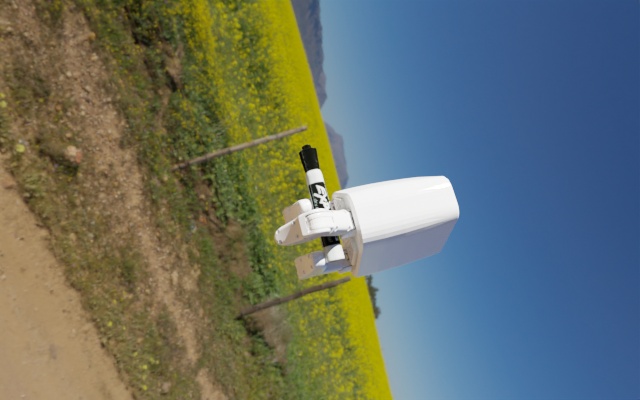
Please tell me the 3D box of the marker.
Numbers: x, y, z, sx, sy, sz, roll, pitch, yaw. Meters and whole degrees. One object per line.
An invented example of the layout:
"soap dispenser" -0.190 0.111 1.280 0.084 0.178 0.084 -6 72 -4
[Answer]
"marker" 0.000 0.002 0.475 0.020 0.121 0.020 -14 -12 -3
